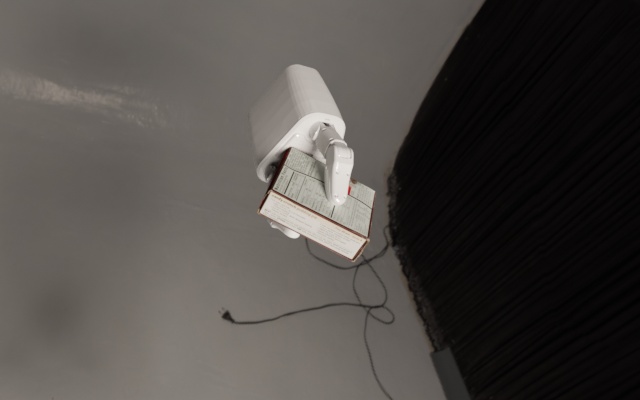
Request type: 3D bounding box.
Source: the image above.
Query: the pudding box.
[{"bbox_3d":[0.000,0.001,0.501,0.113,0.039,0.090,26,36,-6],"label":"pudding box"}]
